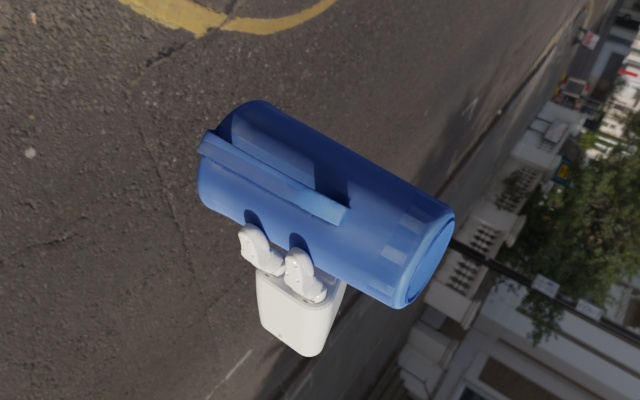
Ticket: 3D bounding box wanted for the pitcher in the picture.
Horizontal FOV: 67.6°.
[{"bbox_3d":[0.000,0.002,0.475,0.242,0.145,0.149,29,46,23],"label":"pitcher"}]
